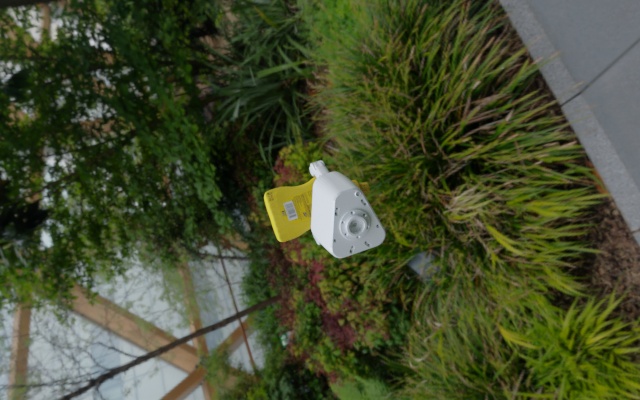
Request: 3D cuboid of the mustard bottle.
[{"bbox_3d":[0.000,0.003,0.874,0.191,0.096,0.058,-18,-5,-10],"label":"mustard bottle"}]
